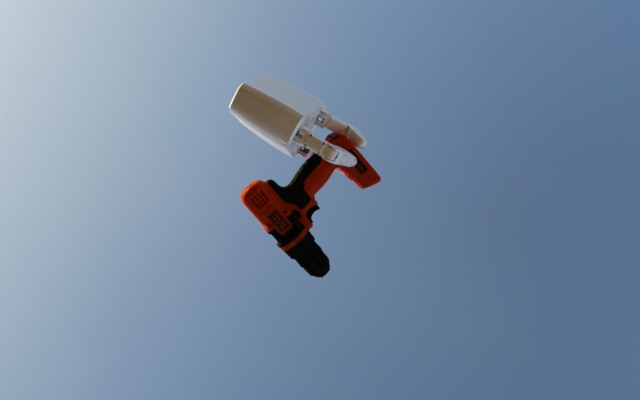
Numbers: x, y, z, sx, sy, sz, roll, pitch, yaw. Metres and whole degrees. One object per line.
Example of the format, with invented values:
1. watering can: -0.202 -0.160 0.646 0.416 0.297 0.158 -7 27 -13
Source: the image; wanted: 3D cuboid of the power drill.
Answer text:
1. power drill: 0.000 0.002 0.735 0.187 0.184 0.057 -42 14 -6
